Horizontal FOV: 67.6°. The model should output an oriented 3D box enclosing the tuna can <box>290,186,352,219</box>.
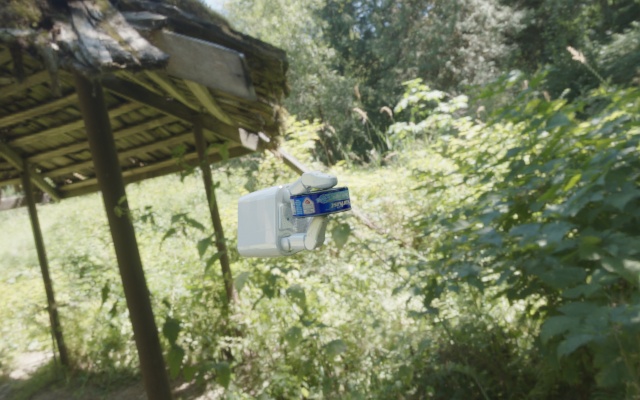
[{"bbox_3d":[0.000,0.002,0.677,0.086,0.034,0.086,-9,3,0],"label":"tuna can"}]
